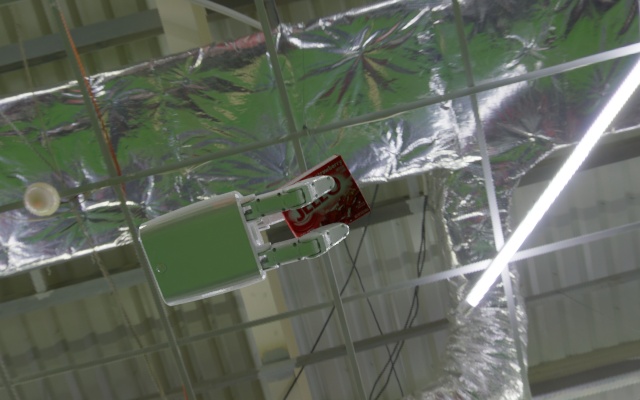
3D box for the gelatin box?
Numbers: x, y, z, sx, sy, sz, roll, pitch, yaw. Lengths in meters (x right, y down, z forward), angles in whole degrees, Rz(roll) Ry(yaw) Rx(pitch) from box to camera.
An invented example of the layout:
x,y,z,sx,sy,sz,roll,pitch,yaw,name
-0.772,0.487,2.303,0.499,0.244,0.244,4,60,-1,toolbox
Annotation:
x,y,z,sx,sy,sz,roll,pitch,yaw,name
0.000,0.002,0.533,0.089,0.073,0.030,-31,13,-5,gelatin box
